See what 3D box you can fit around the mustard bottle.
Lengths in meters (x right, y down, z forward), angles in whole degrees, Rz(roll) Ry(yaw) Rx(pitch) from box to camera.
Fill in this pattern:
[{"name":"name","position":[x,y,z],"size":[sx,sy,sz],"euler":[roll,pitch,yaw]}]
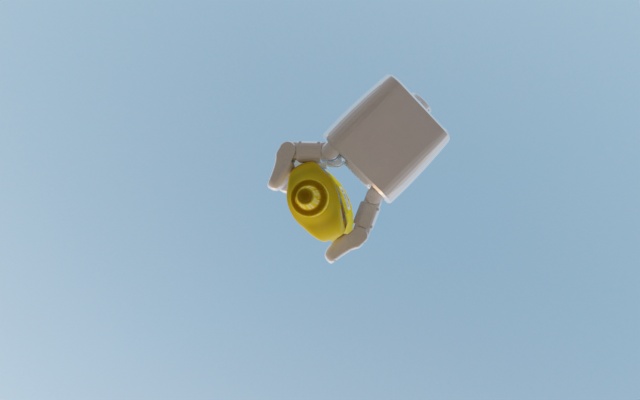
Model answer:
[{"name":"mustard bottle","position":[0.000,0.002,0.577],"size":[0.058,0.096,0.191],"euler":[-21,-7,7]}]
